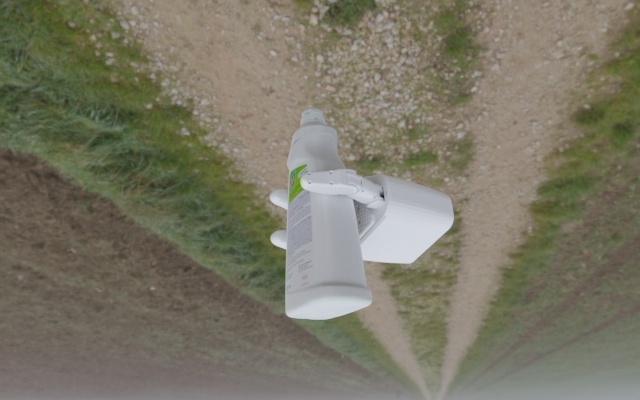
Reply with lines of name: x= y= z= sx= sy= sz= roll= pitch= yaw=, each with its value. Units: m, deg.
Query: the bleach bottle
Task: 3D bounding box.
bleach bottle: x=0.000 y=0.002 z=0.549 sx=0.068 sy=0.250 sz=0.102 roll=12 pitch=-28 yaw=-30
